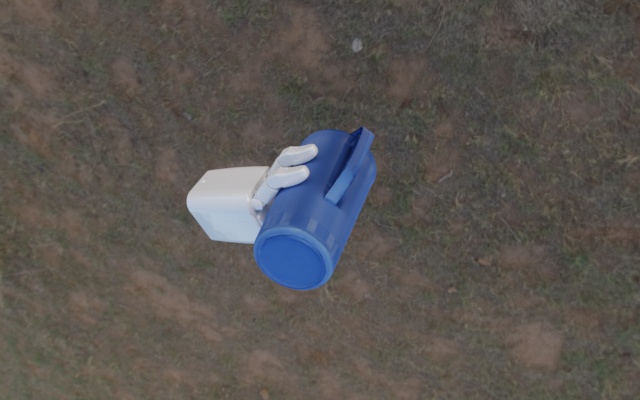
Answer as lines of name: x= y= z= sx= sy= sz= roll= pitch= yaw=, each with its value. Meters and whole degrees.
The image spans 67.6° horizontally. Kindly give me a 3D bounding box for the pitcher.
pitcher: x=0.000 y=0.002 z=0.685 sx=0.145 sy=0.149 sz=0.242 roll=0 pitch=35 yaw=19
